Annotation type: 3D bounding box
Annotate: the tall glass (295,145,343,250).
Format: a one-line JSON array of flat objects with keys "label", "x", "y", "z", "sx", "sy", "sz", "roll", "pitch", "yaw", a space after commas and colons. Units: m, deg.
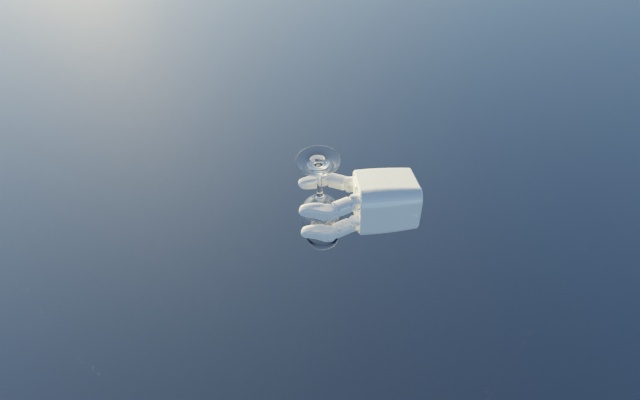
[{"label": "tall glass", "x": 0.000, "y": 0.002, "z": 0.845, "sx": 0.079, "sy": 0.079, "sz": 0.201, "roll": 0, "pitch": -43, "yaw": 3}]
